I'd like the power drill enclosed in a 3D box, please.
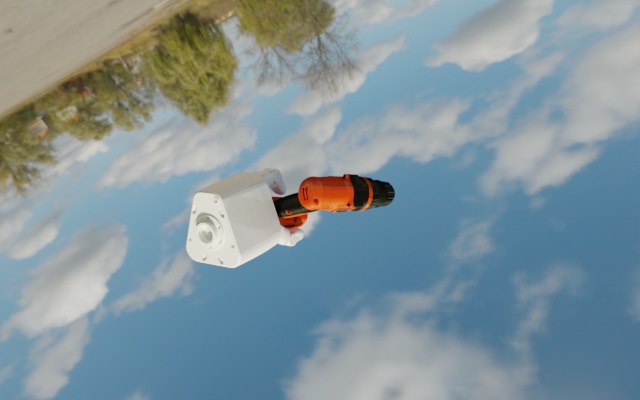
[{"bbox_3d":[0.000,0.003,0.751,0.184,0.057,0.188,2,-15,-43],"label":"power drill"}]
